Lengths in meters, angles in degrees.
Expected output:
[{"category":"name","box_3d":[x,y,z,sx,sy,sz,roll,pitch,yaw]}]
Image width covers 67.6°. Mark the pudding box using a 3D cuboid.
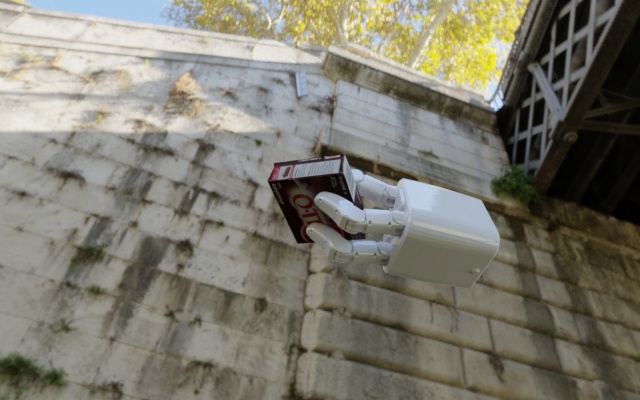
[{"category":"pudding box","box_3d":[0.000,0.002,0.564,0.090,0.114,0.039,-6,41,17]}]
